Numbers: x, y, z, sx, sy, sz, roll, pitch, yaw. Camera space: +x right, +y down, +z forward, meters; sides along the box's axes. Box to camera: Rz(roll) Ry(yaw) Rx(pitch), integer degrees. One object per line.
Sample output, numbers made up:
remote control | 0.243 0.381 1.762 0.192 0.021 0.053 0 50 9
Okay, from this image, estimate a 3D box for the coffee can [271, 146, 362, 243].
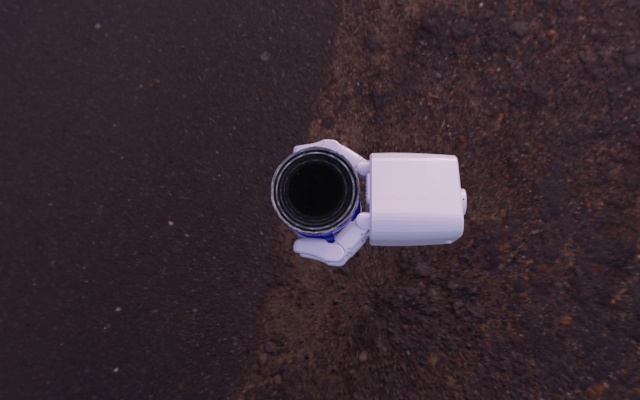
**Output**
coffee can | 0.000 0.002 0.608 0.103 0.102 0.140 0 -12 6
